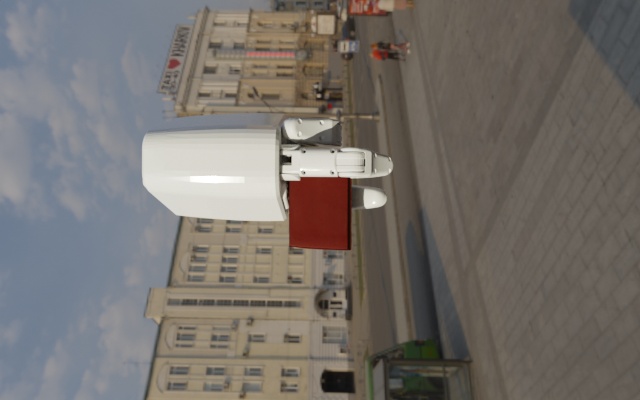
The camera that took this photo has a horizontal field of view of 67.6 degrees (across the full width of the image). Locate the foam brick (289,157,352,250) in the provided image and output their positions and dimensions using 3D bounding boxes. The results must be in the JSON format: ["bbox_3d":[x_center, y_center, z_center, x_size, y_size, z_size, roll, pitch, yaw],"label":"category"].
[{"bbox_3d":[0.000,0.002,0.411,0.051,0.078,0.053,0,1,0],"label":"foam brick"}]
